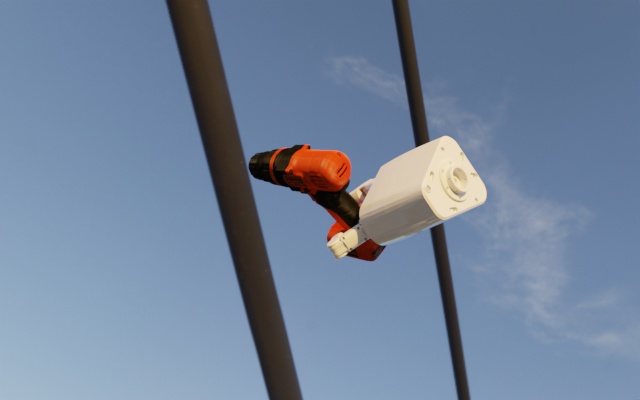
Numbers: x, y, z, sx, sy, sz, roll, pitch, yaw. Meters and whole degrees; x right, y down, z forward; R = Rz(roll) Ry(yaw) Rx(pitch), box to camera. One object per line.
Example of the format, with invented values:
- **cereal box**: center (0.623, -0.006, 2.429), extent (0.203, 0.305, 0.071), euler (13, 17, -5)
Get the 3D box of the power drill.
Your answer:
- **power drill**: center (0.001, 0.002, 0.658), extent (0.184, 0.057, 0.188), euler (9, -33, 49)
